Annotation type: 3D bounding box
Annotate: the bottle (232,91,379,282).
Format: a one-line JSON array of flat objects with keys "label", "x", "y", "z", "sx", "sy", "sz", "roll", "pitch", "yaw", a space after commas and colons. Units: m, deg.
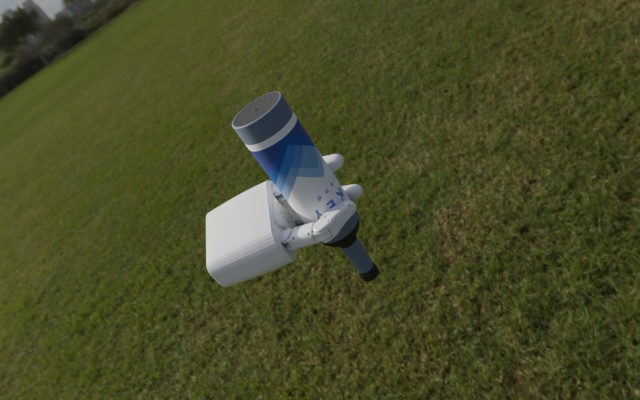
[{"label": "bottle", "x": 0.000, "y": 0.002, "z": 0.608, "sx": 0.069, "sy": 0.296, "sz": 0.069, "roll": -24, "pitch": 32, "yaw": 17}]
